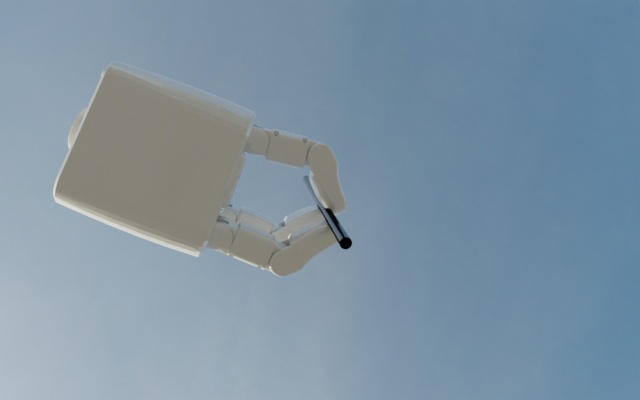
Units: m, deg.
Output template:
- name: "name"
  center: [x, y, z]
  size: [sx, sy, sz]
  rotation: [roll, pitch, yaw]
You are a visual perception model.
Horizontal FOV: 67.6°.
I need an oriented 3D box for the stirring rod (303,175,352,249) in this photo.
- name: "stirring rod"
  center: [0.000, 0.001, 0.413]
  size: [0.011, 0.011, 0.239]
  rotation: [0, 12, -8]
